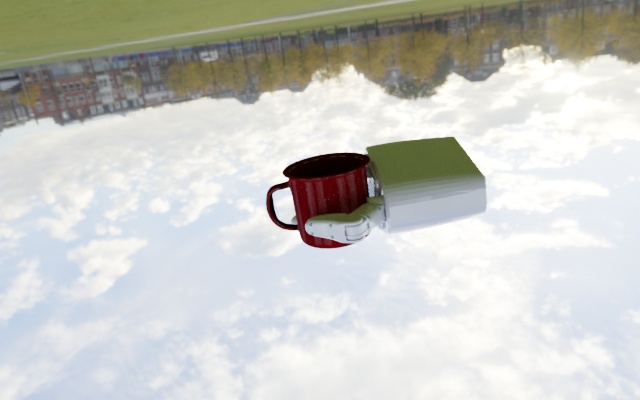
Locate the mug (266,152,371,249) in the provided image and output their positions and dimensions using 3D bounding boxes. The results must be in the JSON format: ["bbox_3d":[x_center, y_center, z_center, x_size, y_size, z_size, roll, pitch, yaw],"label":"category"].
[{"bbox_3d":[-0.001,0.002,0.513,0.117,0.081,0.093,-10,19,-2],"label":"mug"}]
